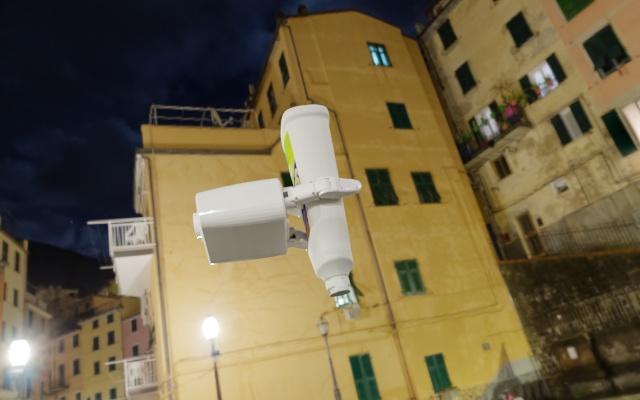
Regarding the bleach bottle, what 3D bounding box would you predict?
[{"bbox_3d":[0.000,0.002,0.645,0.068,0.250,0.103,-8,-24,-11],"label":"bleach bottle"}]
